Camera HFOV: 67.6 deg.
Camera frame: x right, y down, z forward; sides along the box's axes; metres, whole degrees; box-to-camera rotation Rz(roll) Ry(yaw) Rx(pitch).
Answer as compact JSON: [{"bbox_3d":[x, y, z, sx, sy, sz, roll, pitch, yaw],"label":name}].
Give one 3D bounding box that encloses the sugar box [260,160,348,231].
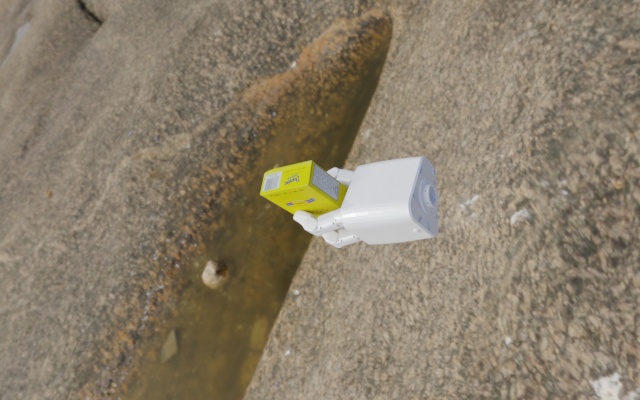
[{"bbox_3d":[0.000,0.003,0.739,0.093,0.048,0.176,-10,-31,36],"label":"sugar box"}]
